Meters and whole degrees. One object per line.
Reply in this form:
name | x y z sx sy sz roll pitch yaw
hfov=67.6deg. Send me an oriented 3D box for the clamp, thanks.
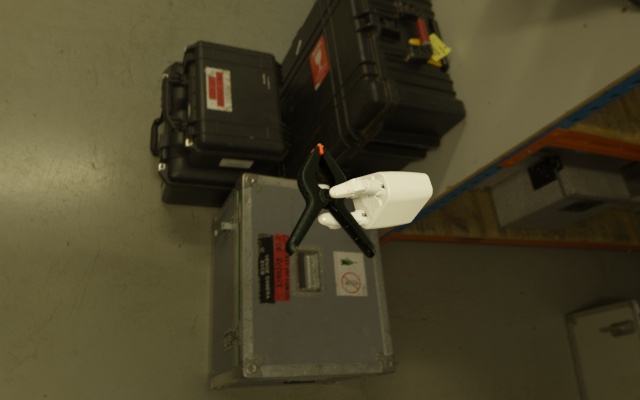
clamp | 0.001 0.002 0.801 0.164 0.210 0.036 -2 -22 -32
